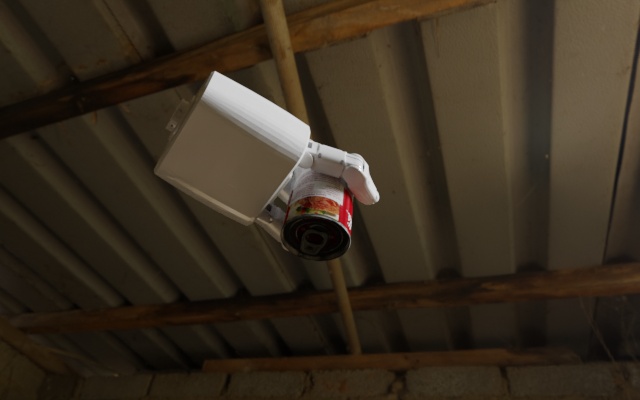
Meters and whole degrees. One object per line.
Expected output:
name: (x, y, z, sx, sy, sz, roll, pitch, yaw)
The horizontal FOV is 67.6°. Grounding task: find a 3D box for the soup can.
soup can: (0.001, 0.002, 0.491, 0.068, 0.102, 0.069, 4, -44, 4)
